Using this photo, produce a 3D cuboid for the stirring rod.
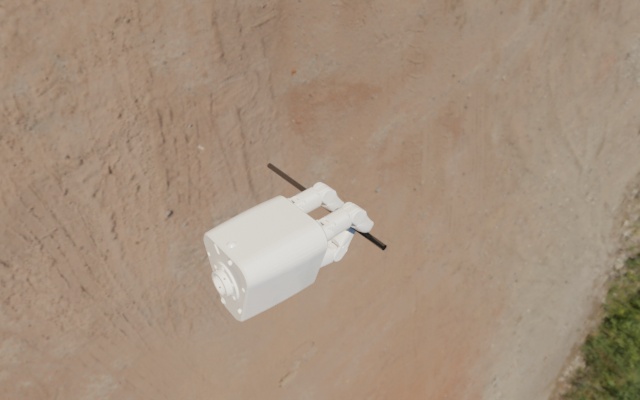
[{"bbox_3d":[0.000,0.002,0.656,0.011,0.011,0.239,0,28,-47],"label":"stirring rod"}]
